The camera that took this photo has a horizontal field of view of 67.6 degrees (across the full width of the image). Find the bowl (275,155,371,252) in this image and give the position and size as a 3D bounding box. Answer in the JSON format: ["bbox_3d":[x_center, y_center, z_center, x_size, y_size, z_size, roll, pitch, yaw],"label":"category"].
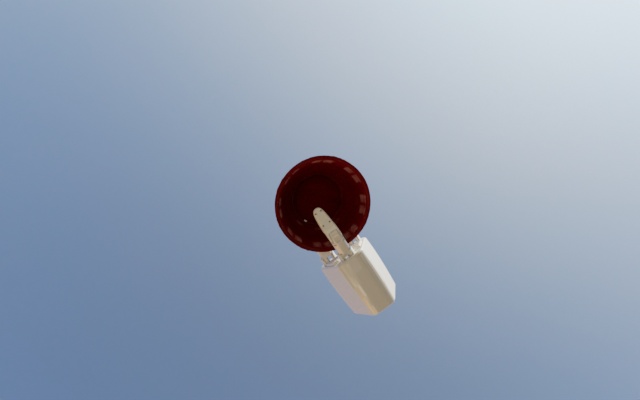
[{"bbox_3d":[0.000,0.001,0.807,0.162,0.162,0.055,0,10,-12],"label":"bowl"}]
